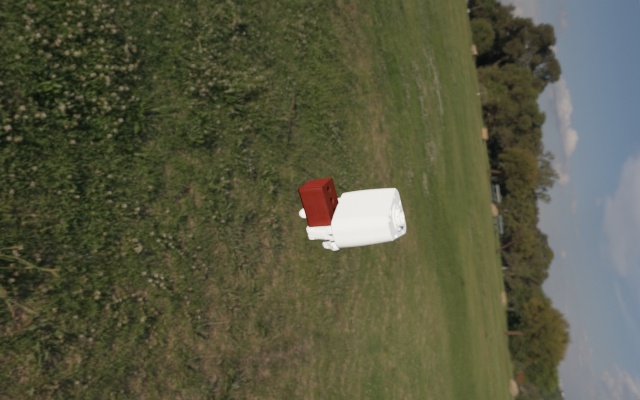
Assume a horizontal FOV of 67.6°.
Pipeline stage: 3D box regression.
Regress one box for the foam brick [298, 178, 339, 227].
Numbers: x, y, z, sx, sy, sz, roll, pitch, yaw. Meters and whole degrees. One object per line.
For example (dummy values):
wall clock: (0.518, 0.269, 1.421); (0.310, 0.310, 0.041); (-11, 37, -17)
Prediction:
foam brick: (0.000, 0.003, 0.889); (0.051, 0.078, 0.053); (-7, 19, 29)
